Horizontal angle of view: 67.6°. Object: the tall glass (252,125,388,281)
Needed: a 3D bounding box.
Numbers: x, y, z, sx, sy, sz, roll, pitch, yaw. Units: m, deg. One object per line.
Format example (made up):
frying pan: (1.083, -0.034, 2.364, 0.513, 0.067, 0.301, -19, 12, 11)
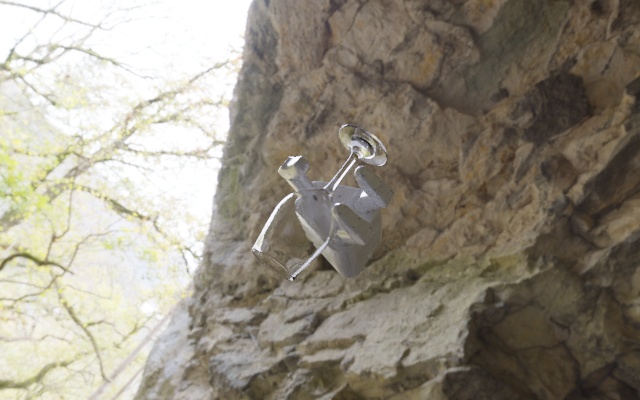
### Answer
tall glass: (0.000, 0.001, 0.594, 0.079, 0.201, 0.079, 32, -21, 14)
